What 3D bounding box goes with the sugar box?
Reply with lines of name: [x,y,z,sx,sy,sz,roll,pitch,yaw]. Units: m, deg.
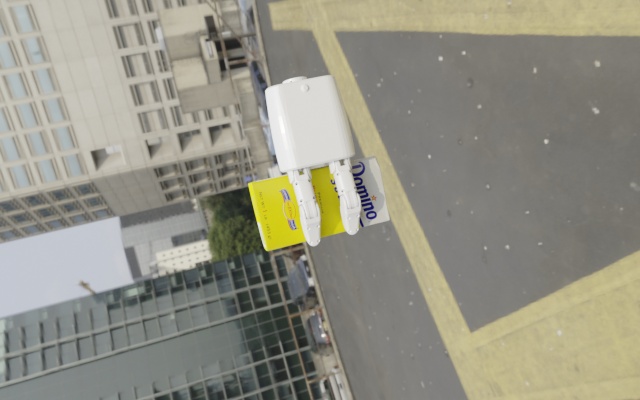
sugar box: [0.000,0.002,0.644,0.176,0.093,0.048,-14,5,-12]
